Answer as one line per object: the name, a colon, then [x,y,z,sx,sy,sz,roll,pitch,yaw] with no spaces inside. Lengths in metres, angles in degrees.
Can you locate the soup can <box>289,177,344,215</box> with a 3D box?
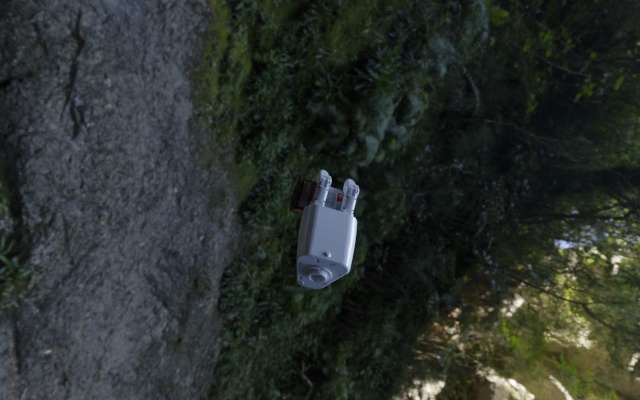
soup can: [0.000,0.003,0.899,0.102,0.068,0.068,18,-3,-10]
